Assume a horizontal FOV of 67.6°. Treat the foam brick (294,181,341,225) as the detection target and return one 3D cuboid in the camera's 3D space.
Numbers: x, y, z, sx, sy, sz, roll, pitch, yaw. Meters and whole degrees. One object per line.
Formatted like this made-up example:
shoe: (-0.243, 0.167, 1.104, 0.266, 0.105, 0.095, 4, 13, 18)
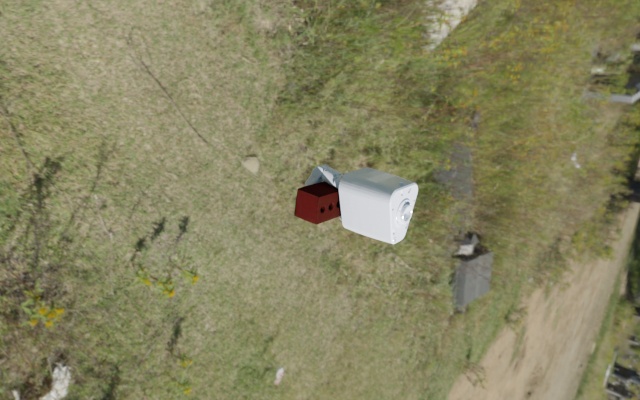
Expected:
foam brick: (0.000, 0.003, 0.845, 0.051, 0.053, 0.078, 23, 27, 35)
